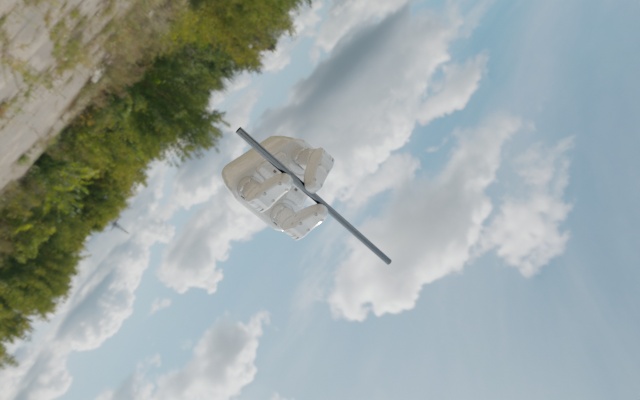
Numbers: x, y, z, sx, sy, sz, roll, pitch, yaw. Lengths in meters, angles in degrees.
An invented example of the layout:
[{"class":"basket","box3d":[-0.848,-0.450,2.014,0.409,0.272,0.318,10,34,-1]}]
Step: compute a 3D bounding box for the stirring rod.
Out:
[{"class":"stirring rod","box3d":[0.000,0.002,0.528,0.239,0.011,0.011,41,-20,-24]}]
